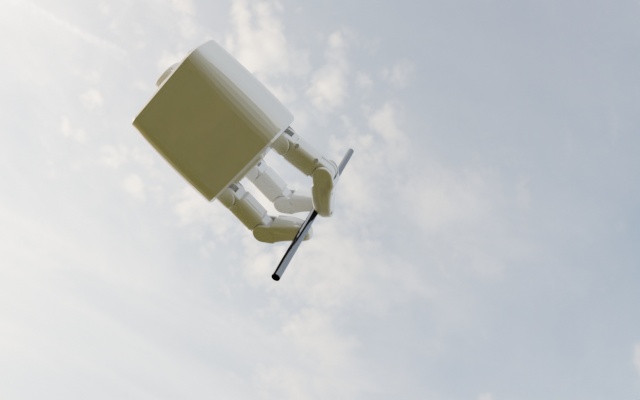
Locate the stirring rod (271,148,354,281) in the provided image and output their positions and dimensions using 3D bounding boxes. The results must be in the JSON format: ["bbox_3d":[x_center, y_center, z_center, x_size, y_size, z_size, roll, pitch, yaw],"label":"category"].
[{"bbox_3d":[0.000,0.002,0.490,0.011,0.011,0.239,0,31,21],"label":"stirring rod"}]
